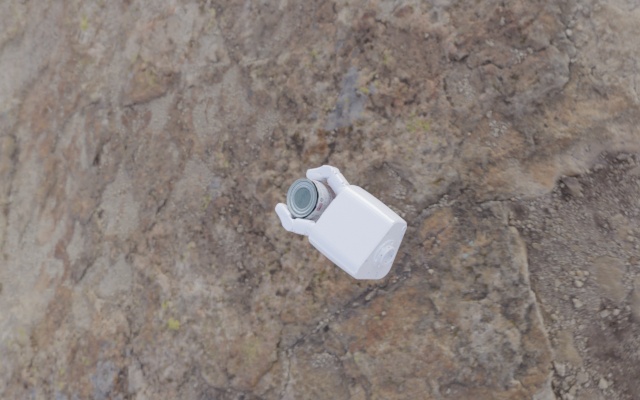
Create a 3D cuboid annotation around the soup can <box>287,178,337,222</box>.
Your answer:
[{"bbox_3d":[0.000,0.002,0.811,0.068,0.068,0.102,0,-7,39],"label":"soup can"}]
